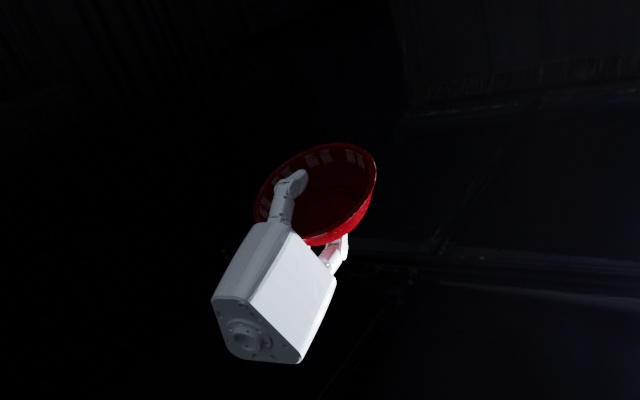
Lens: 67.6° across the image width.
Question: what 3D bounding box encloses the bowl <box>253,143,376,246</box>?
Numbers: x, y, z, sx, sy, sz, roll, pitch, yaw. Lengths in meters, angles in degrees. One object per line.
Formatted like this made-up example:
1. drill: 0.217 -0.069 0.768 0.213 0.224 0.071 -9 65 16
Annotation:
1. bowl: 0.001 0.001 0.595 0.162 0.162 0.055 0 -41 32
